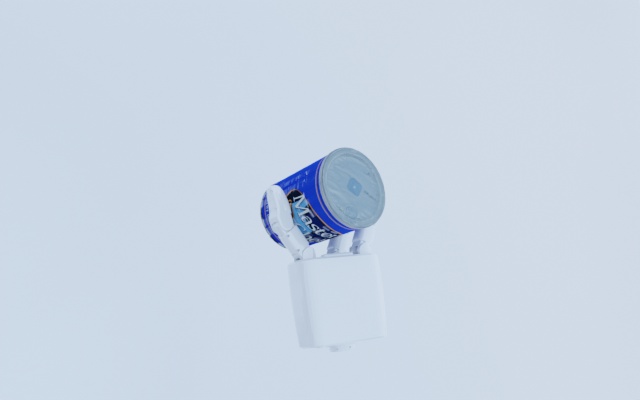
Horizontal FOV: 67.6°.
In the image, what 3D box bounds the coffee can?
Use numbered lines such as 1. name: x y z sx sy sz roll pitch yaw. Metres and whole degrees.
1. coffee can: 0.000 0.002 0.630 0.103 0.102 0.140 0 -16 -39
